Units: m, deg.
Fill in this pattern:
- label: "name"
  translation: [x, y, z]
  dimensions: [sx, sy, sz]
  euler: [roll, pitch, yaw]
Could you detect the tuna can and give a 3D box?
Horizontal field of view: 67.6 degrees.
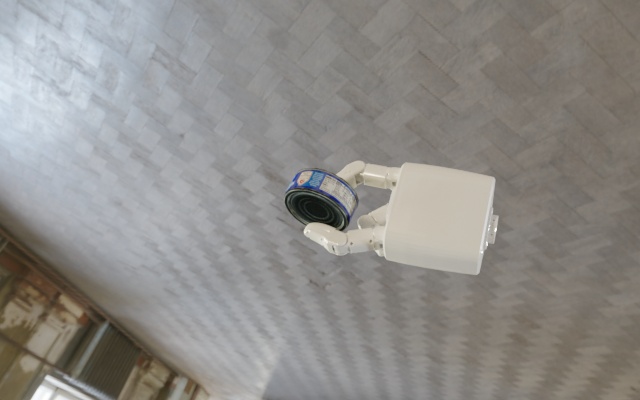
- label: "tuna can"
  translation: [0.000, 0.002, 0.572]
  dimensions: [0.086, 0.033, 0.086]
  euler: [19, -32, 13]
